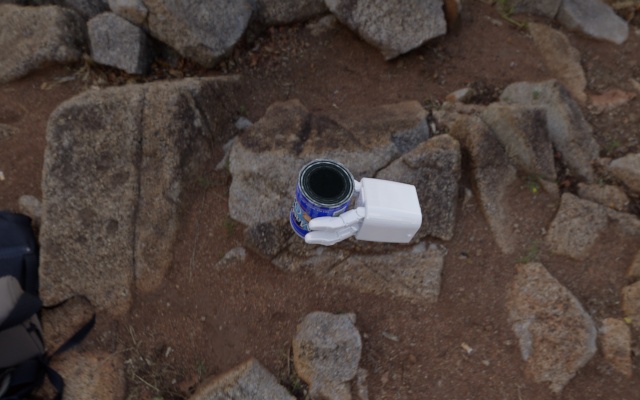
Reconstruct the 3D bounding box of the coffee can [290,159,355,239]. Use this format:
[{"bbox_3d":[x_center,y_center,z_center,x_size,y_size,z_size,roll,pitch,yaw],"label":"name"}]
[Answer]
[{"bbox_3d":[0.000,0.003,0.900,0.103,0.102,0.140,0,-30,-10],"label":"coffee can"}]
